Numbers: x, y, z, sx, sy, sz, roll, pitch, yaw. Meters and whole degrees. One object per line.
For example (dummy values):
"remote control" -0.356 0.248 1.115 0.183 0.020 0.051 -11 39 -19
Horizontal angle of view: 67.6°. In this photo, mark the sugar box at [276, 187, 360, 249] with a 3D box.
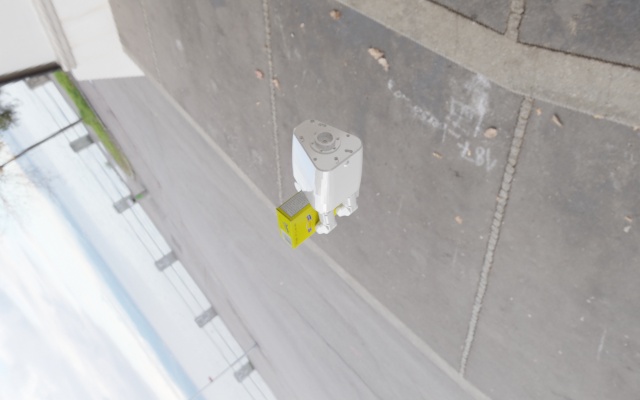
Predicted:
"sugar box" 0.000 0.003 0.875 0.176 0.093 0.048 -36 61 -23
